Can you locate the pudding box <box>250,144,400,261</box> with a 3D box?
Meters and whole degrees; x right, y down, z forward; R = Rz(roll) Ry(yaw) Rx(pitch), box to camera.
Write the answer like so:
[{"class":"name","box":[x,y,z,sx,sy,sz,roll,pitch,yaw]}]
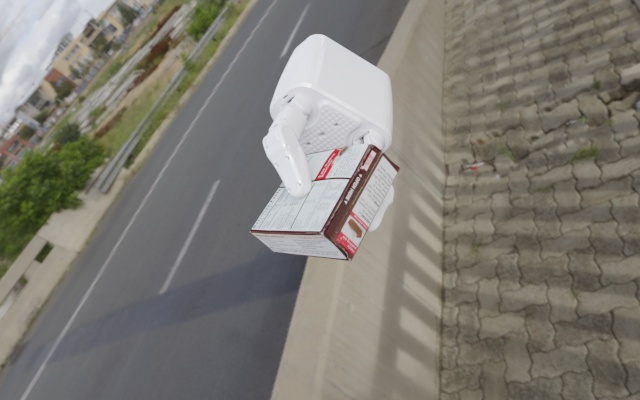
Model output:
[{"class":"pudding box","box":[0.000,0.001,0.401,0.039,0.090,0.113,41,-24,-26]}]
